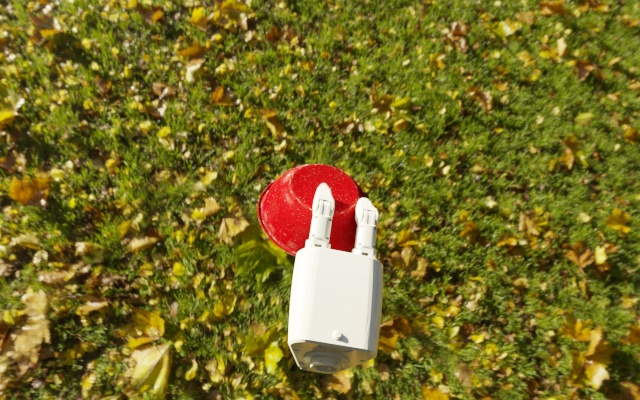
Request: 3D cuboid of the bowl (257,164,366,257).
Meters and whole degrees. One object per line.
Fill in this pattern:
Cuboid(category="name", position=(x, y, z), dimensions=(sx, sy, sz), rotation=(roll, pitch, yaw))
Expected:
Cuboid(category="bowl", position=(0.000, 0.001, 0.632), dimensions=(0.162, 0.162, 0.055), rotation=(0, -43, -17))
